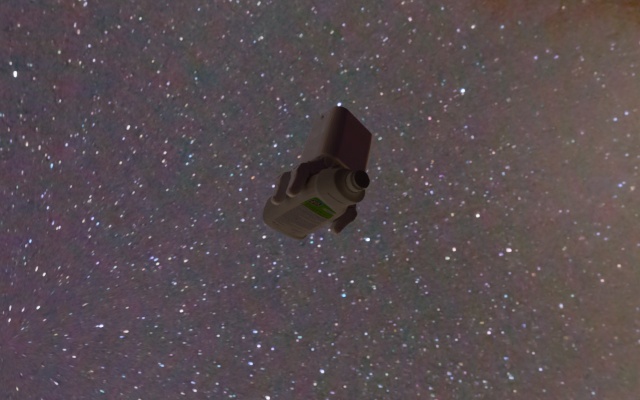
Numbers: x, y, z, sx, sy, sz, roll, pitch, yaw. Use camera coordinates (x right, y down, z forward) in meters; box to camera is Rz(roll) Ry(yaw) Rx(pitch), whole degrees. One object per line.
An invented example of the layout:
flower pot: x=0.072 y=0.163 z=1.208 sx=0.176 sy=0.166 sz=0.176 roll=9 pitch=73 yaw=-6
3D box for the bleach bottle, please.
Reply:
bleach bottle: x=0.000 y=0.003 z=0.799 sx=0.102 sy=0.068 sz=0.251 roll=27 pitch=-27 yaw=-25
